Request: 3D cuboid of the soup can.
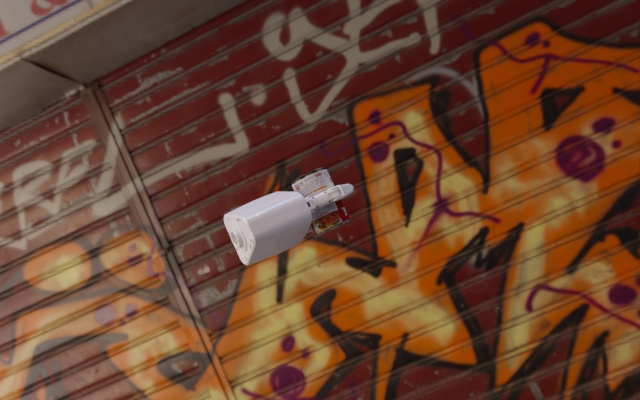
[{"bbox_3d":[0.000,0.002,0.821,0.068,0.102,0.068,-25,-4,-2],"label":"soup can"}]
